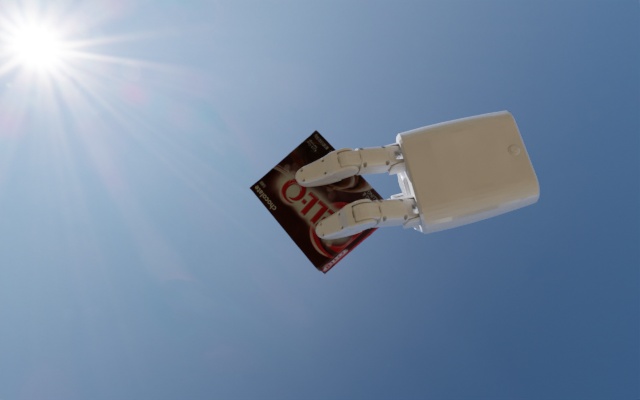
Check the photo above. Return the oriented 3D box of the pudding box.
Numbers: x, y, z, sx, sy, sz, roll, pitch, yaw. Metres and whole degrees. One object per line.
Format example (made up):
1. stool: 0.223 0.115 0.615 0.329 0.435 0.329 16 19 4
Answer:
1. pudding box: 0.000 0.002 0.471 0.090 0.113 0.039 -41 -21 -3
